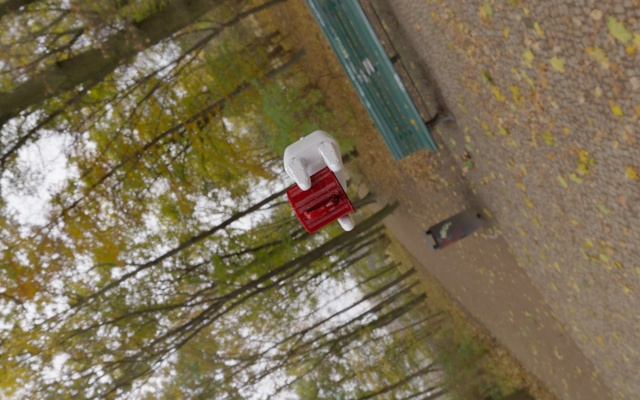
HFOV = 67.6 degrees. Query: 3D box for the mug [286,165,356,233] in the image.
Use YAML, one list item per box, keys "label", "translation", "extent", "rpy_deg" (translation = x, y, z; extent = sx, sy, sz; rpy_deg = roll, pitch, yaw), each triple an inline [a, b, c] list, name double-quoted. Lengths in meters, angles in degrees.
- label: "mug"
  translation: [0.000, 0.003, 0.749]
  extent: [0.081, 0.093, 0.117]
  rpy_deg: [-30, 16, 4]
